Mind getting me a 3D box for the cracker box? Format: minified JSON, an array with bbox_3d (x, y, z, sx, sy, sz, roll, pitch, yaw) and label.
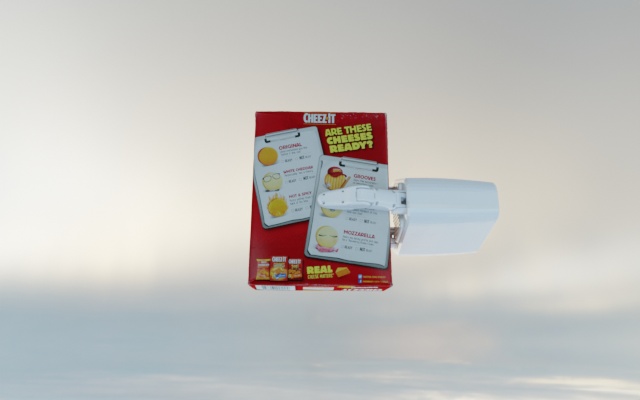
[{"bbox_3d":[0.000,0.002,0.586,0.164,0.213,0.072,1,-16,-2],"label":"cracker box"}]
